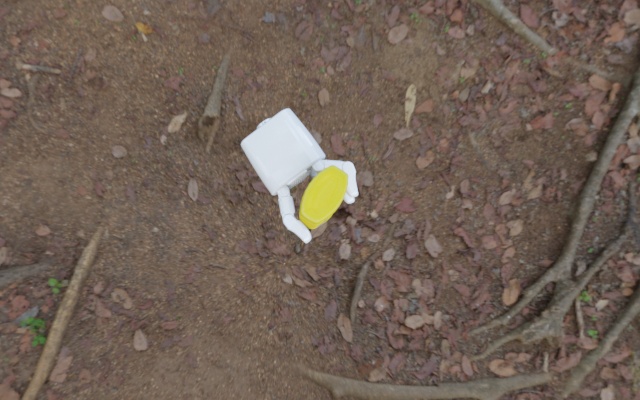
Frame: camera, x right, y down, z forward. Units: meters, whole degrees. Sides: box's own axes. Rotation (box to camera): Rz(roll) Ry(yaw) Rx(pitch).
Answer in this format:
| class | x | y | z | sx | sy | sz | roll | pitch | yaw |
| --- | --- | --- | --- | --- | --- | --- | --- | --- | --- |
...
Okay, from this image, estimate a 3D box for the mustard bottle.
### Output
| class | x | y | z | sx | sy | sz | roll | pitch | yaw |
| --- | --- | --- | --- | --- | --- | --- | --- | --- | --- |
| mustard bottle | 0.000 | 0.003 | 0.819 | 0.058 | 0.096 | 0.191 | 31 | -9 | 1 |
